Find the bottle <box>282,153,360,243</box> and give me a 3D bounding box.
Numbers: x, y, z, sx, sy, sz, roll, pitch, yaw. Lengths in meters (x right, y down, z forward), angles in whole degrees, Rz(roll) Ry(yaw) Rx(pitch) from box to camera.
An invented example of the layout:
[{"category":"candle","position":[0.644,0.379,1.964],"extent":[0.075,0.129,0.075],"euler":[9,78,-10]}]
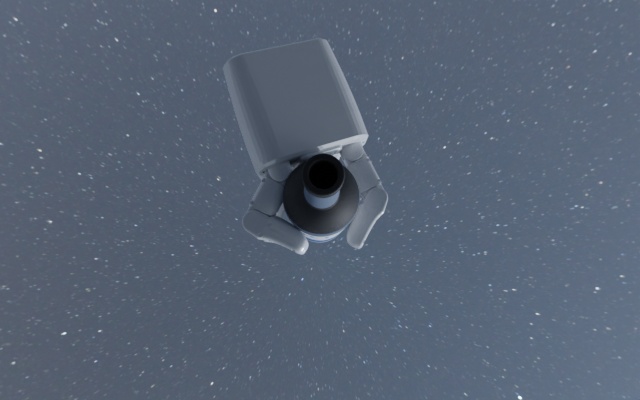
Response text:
[{"category":"bottle","position":[0.000,0.002,0.447],"extent":[0.069,0.069,0.296],"euler":[0,-7,-1]}]
